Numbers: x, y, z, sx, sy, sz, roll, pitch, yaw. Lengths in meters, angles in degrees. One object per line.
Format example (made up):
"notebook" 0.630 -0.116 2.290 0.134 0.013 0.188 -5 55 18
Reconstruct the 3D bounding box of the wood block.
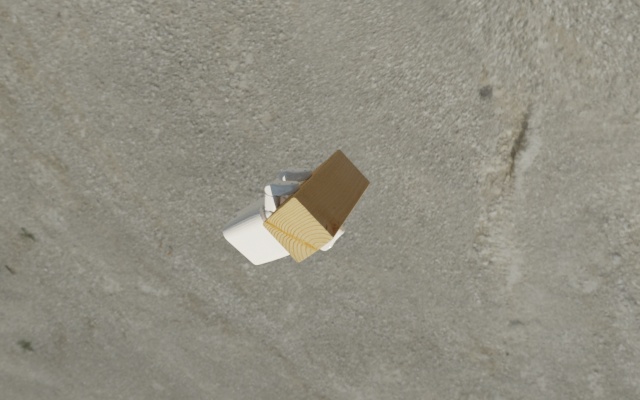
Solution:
"wood block" 0.000 0.003 0.834 0.090 0.091 0.206 -38 7 35
